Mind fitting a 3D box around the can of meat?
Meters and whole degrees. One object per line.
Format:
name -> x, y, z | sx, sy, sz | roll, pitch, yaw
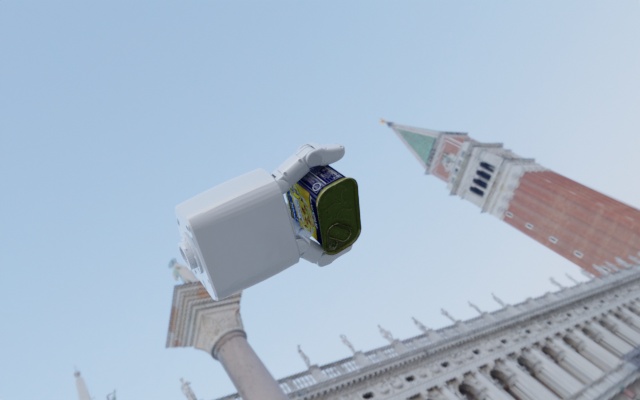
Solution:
can of meat -> 0.000, 0.002, 0.581 | 0.057, 0.102, 0.084 | -28, 42, -23
